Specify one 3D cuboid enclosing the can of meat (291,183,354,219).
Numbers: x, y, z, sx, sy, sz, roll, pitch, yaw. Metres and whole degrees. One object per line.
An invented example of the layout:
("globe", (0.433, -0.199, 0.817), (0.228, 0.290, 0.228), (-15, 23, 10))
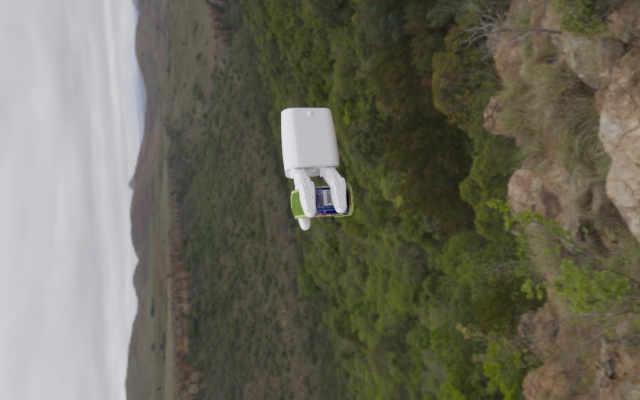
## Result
("can of meat", (0.000, 0.003, 0.850), (0.084, 0.057, 0.102), (-3, -3, -20))
